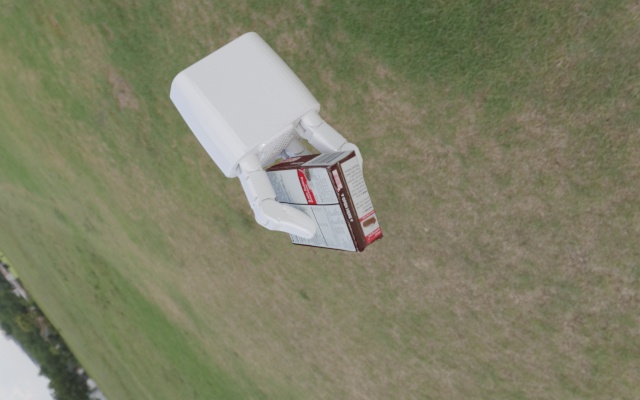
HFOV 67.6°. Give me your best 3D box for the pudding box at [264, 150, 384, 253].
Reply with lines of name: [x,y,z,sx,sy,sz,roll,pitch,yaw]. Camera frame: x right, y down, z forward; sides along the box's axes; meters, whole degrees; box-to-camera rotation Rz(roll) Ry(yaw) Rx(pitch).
pudding box: [0.000,0.002,0.473,0.039,0.090,0.113,-31,18,-31]
